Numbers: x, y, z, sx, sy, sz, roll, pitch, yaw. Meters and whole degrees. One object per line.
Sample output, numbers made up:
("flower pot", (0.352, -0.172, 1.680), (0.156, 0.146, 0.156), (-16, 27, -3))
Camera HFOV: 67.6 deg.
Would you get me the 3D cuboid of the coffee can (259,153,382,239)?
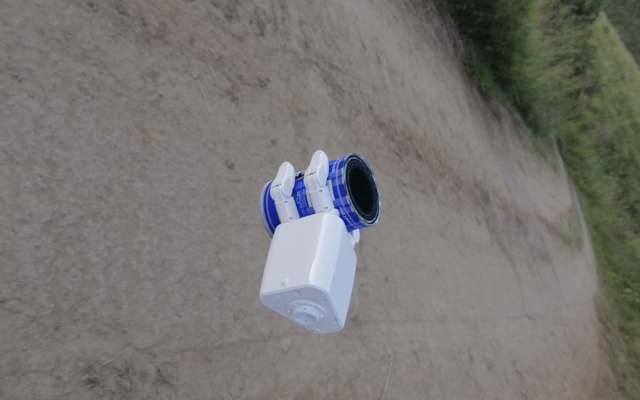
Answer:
("coffee can", (0.000, 0.002, 0.672), (0.140, 0.103, 0.103), (-17, -9, 30))
